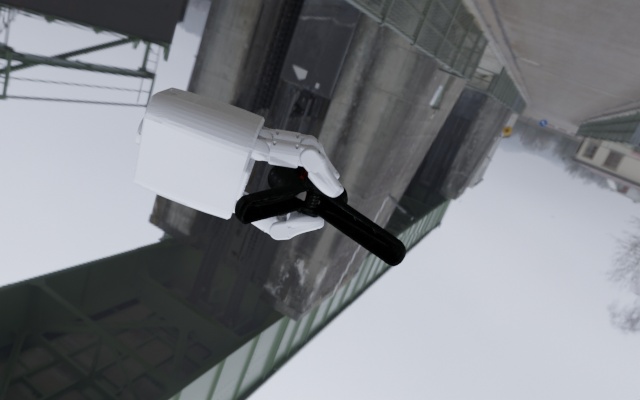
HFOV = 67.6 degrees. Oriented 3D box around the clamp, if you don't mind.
[{"bbox_3d":[0.000,0.002,0.513,0.164,0.036,0.210,20,17,-9],"label":"clamp"}]
